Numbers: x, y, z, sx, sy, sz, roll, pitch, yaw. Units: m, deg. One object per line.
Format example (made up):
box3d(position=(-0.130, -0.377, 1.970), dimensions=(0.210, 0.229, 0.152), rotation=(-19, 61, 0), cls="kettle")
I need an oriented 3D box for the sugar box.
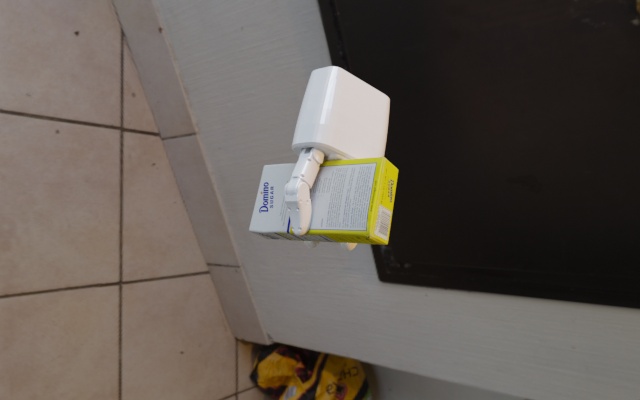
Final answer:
box3d(position=(0.001, 0.002, 0.573), dimensions=(0.176, 0.093, 0.048), rotation=(-1, -20, 38), cls="sugar box")
